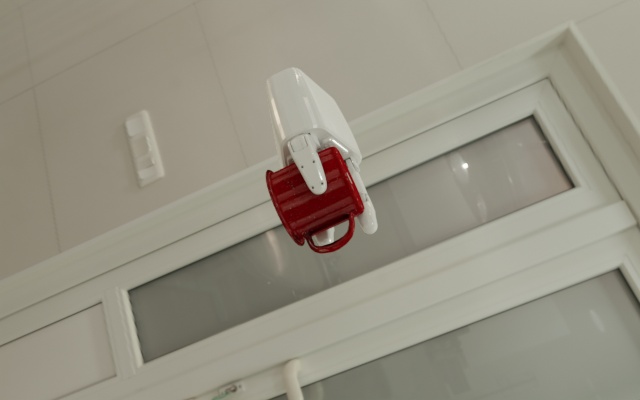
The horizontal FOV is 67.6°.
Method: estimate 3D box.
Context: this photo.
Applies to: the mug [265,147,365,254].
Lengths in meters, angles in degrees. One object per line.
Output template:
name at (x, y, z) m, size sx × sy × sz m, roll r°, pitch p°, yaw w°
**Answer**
mug at (0.001, 0.003, 0.519) m, size 0.081 × 0.117 × 0.093 m, roll -24°, pitch -32°, yaw 8°
